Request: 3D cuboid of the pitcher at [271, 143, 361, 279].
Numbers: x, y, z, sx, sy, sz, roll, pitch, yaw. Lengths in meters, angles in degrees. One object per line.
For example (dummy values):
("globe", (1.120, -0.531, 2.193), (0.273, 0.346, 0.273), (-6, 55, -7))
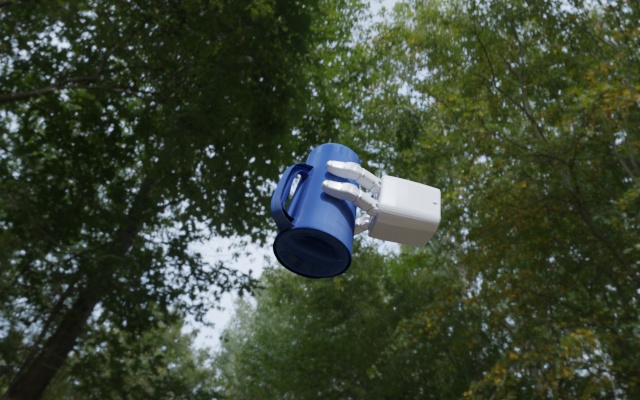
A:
("pitcher", (0.000, 0.003, 0.854), (0.145, 0.242, 0.149), (11, -43, 3))
